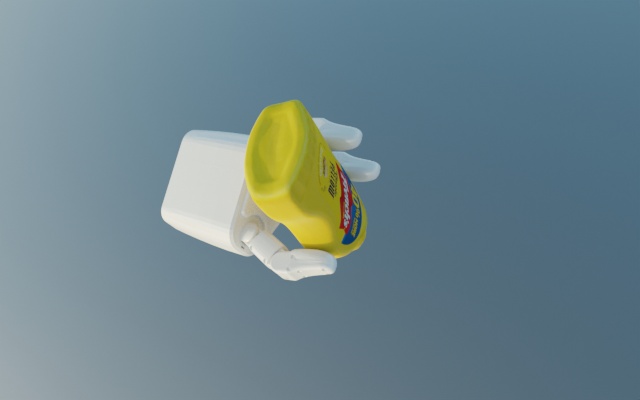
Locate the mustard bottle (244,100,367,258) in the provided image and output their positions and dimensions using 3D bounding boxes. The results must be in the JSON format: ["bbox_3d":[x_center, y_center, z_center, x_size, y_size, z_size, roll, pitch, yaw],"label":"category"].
[{"bbox_3d":[0.000,0.001,0.447,0.058,0.096,0.192,-10,-32,20],"label":"mustard bottle"}]
